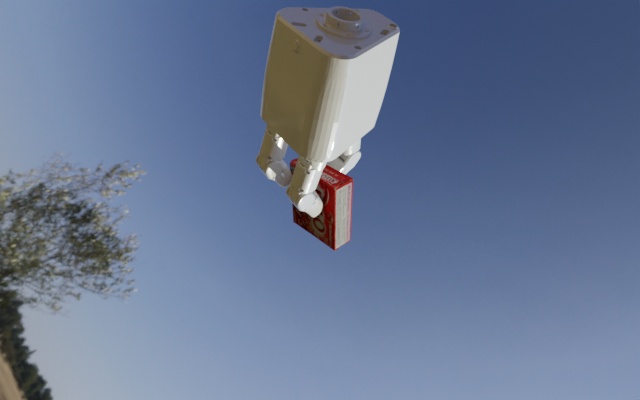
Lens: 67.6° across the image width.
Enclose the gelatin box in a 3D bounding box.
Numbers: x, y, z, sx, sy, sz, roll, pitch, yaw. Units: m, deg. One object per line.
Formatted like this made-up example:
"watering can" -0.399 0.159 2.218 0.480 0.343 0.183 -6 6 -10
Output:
"gelatin box" 0.000 0.002 0.540 0.030 0.089 0.073 -29 45 -33
